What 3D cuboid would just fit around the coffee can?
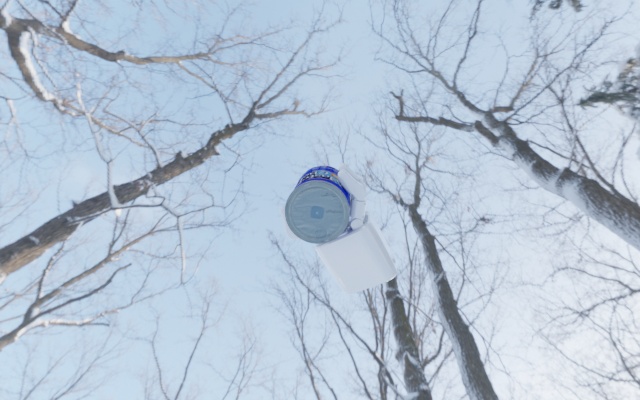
[{"bbox_3d":[0.000,0.003,0.813,0.103,0.103,0.140,0,14,5],"label":"coffee can"}]
